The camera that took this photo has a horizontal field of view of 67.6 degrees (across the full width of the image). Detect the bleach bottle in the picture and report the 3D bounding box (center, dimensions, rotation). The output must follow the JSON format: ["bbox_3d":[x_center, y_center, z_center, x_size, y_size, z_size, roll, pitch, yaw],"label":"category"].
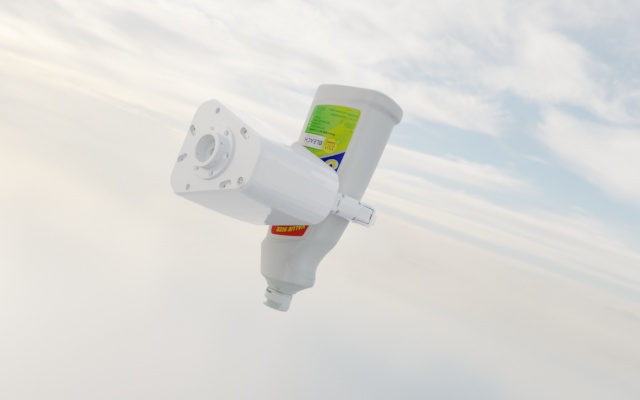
[{"bbox_3d":[0.000,0.002,0.524,0.102,0.251,0.068,18,-4,38],"label":"bleach bottle"}]
